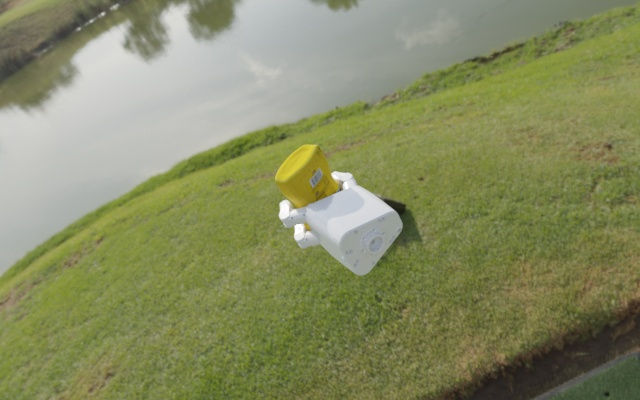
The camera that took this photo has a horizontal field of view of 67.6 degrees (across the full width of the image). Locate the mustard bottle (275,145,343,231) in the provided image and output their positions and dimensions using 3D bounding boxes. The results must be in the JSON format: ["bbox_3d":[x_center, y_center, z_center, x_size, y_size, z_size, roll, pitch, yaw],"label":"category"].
[{"bbox_3d":[0.000,0.002,0.832,0.058,0.096,0.192,6,-41,41],"label":"mustard bottle"}]
